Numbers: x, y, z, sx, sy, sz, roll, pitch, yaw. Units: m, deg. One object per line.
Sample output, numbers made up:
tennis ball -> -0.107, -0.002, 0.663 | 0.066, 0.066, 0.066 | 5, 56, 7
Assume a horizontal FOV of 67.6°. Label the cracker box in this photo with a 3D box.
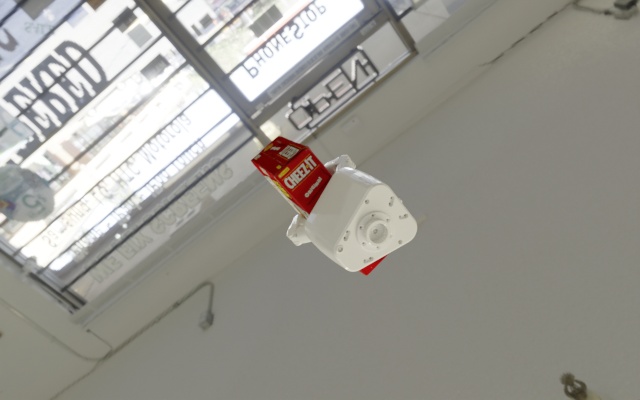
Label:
cracker box -> 0.000, 0.003, 0.748 | 0.072, 0.214, 0.164 | -44, 22, -6
